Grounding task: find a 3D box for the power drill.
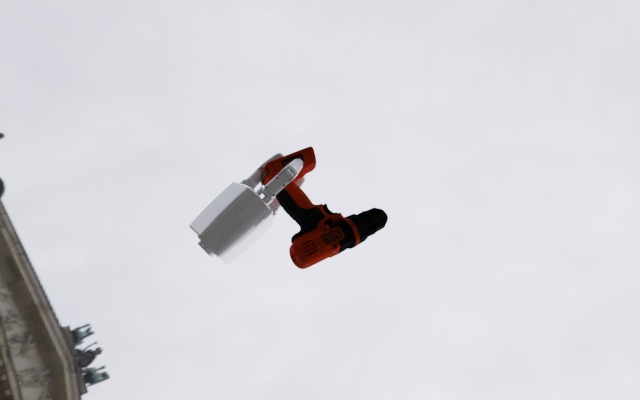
[{"bbox_3d":[0.000,0.002,0.796,0.184,0.187,0.057,-23,-20,-27],"label":"power drill"}]
